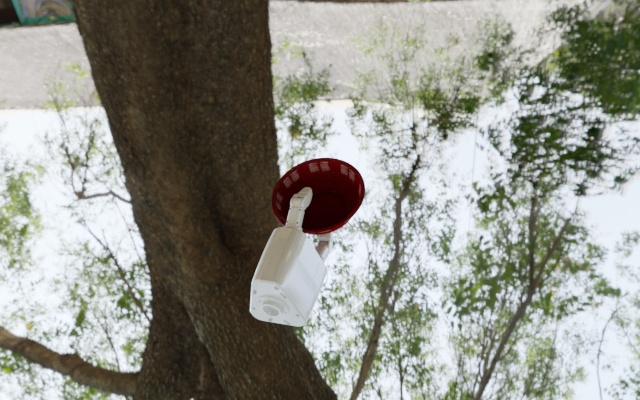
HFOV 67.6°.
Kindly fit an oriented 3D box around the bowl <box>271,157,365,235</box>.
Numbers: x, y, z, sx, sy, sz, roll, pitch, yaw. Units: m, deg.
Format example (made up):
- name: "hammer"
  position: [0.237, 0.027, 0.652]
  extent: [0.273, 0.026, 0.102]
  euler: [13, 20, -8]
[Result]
- name: "bowl"
  position: [0.001, 0.002, 0.824]
  extent: [0.162, 0.162, 0.055]
  euler: [0, -36, 15]
